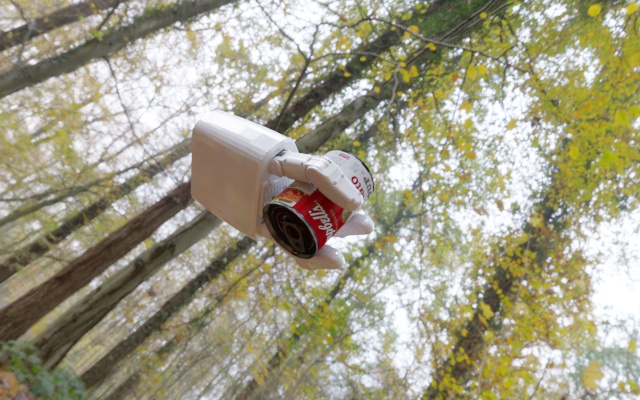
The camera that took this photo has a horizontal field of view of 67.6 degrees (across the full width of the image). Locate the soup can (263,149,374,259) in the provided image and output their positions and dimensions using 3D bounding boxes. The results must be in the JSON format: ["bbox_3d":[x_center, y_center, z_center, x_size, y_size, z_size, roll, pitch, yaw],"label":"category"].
[{"bbox_3d":[0.001,0.002,0.486,0.068,0.068,0.102,0,34,48],"label":"soup can"}]
